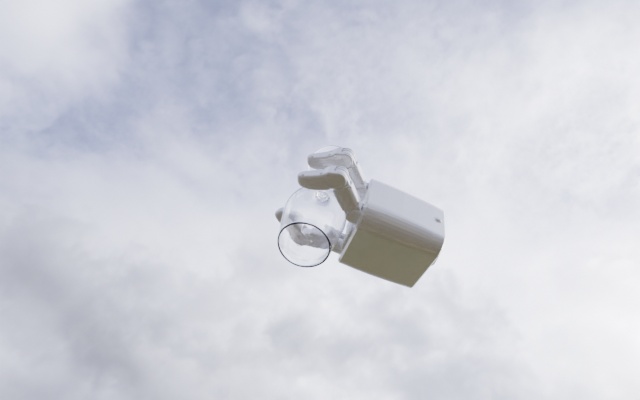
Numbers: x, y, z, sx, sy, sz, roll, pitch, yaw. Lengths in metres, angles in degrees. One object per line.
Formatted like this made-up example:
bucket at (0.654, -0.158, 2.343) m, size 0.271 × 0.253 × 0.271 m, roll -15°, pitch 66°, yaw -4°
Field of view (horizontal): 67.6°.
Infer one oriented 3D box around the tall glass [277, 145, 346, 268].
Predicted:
tall glass at (0.000, 0.002, 0.617) m, size 0.079 × 0.079 × 0.201 m, roll 0°, pitch 29°, yaw 13°
